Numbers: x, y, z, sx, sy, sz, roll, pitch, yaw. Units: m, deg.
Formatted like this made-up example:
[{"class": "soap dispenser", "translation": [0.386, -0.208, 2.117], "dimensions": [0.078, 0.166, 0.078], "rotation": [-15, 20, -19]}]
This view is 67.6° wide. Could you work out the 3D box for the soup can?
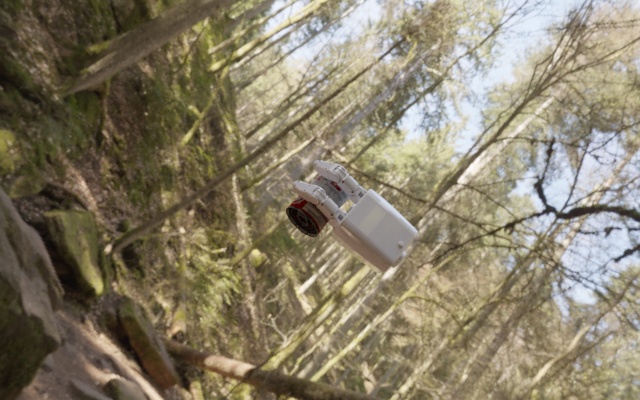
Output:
[{"class": "soup can", "translation": [0.000, 0.002, 0.803], "dimensions": [0.102, 0.068, 0.068], "rotation": [-47, 24, -24]}]
